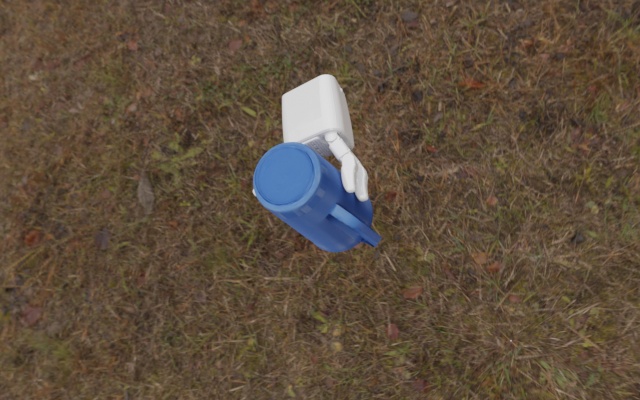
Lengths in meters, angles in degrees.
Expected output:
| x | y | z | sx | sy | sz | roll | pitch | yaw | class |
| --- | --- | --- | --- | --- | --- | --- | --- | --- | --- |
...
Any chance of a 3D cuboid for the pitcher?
| x | y | z | sx | sy | sz | roll | pitch | yaw | class |
| --- | --- | --- | --- | --- | --- | --- | --- | --- | --- |
| 0.000 | 0.002 | 0.777 | 0.149 | 0.145 | 0.243 | -13 | -21 | 18 | pitcher |
